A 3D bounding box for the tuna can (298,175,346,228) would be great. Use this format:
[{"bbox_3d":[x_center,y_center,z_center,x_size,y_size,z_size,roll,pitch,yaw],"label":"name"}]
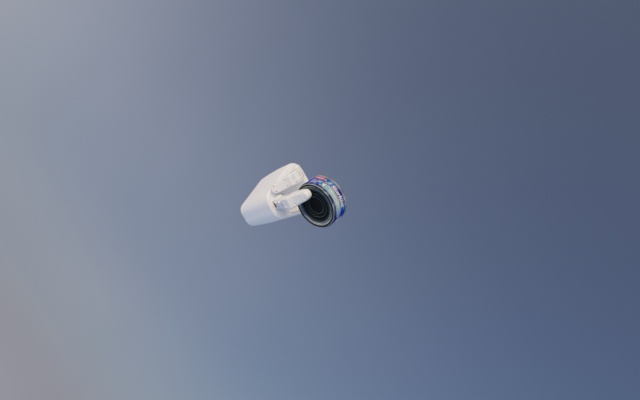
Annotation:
[{"bbox_3d":[0.000,0.003,0.818,0.086,0.086,0.033,0,25,42],"label":"tuna can"}]
